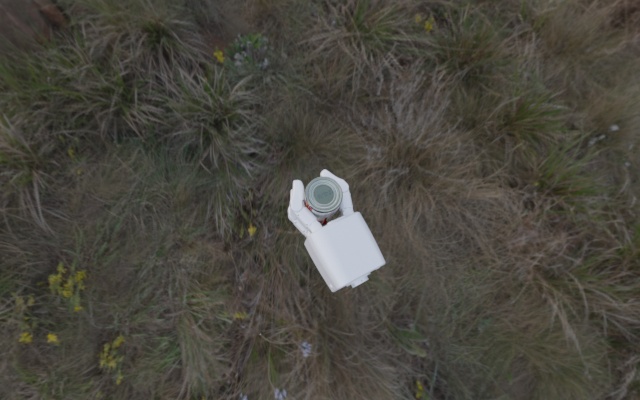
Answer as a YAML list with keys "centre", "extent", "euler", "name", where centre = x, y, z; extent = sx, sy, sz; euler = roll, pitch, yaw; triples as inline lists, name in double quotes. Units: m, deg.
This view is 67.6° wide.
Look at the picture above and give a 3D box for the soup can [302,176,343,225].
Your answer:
- centre: [0.000, 0.002, 0.872]
  extent: [0.068, 0.068, 0.102]
  euler: [0, -15, -7]
  name: "soup can"
